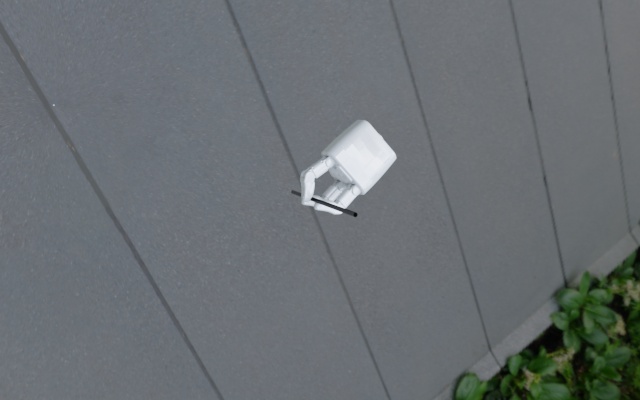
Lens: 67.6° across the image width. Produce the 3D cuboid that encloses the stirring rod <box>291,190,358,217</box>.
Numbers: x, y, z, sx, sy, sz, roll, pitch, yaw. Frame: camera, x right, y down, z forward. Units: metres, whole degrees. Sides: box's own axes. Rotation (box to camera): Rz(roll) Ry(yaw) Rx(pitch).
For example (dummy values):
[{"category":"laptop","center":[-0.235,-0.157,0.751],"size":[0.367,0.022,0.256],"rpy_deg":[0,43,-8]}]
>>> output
[{"category":"stirring rod","center":[0.000,0.003,0.889],"size":[0.011,0.011,0.239],"rpy_deg":[0,10,-29]}]
